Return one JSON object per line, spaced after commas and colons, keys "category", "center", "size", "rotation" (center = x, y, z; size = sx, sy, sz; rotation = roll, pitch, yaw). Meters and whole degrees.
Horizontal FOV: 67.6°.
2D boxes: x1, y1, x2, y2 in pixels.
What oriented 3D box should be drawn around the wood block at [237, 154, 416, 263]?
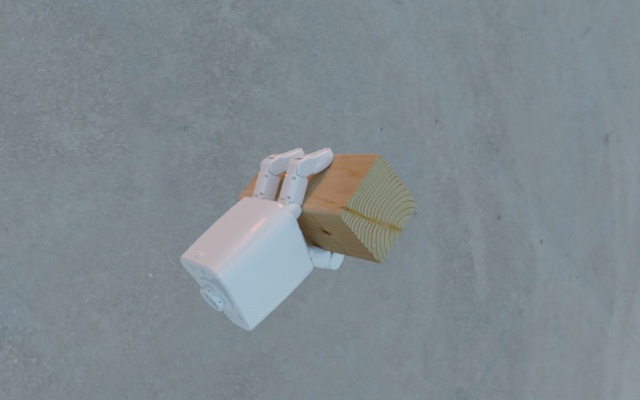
{"category": "wood block", "center": [0.000, 0.002, 0.598], "size": [0.206, 0.090, 0.091], "rotation": [7, -34, 50]}
